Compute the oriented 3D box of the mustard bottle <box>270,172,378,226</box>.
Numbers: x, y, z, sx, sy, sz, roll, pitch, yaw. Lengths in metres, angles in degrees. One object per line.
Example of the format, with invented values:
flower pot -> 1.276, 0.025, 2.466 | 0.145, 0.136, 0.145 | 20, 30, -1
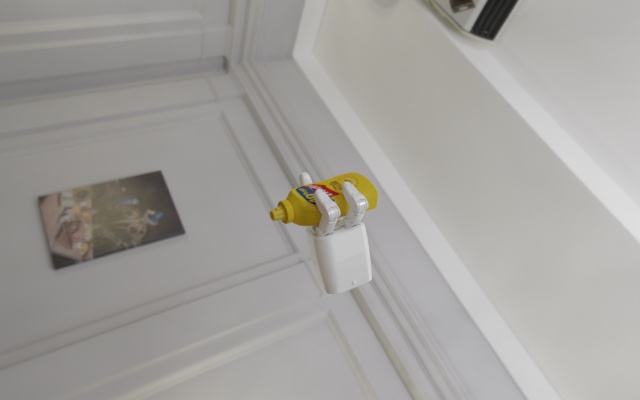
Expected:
mustard bottle -> 0.000, 0.002, 0.844 | 0.191, 0.058, 0.096 | -16, 37, -26
